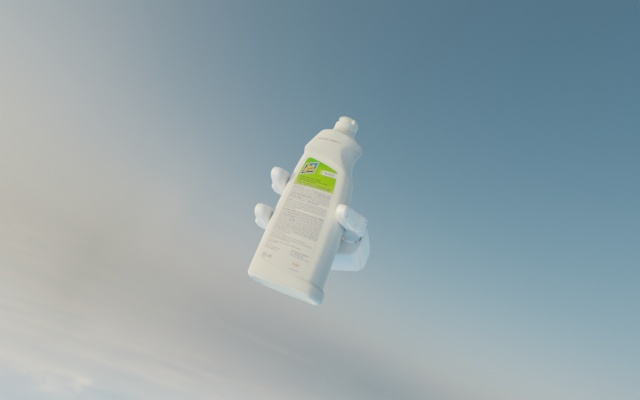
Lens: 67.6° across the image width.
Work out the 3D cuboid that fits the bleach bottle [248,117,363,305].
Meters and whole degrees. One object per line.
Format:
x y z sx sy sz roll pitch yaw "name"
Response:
0.000 0.002 0.632 0.102 0.250 0.068 18 -18 17 "bleach bottle"
